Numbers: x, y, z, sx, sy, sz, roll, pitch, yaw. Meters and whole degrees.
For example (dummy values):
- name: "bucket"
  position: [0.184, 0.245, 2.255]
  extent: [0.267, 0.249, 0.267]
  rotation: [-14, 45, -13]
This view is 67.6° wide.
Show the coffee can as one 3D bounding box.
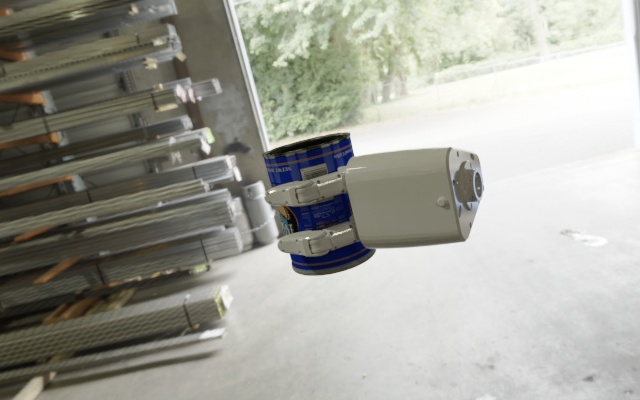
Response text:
- name: "coffee can"
  position: [0.000, 0.002, 0.552]
  extent: [0.103, 0.140, 0.102]
  rotation: [-13, 13, 3]
